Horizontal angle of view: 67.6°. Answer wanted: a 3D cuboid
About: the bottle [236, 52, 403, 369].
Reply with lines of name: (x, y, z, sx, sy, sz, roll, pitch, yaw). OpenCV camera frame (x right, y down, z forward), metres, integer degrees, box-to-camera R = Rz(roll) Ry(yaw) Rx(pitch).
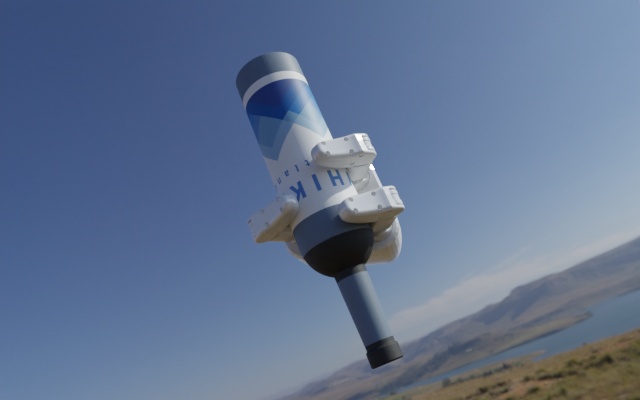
bottle: (0.000, 0.001, 0.428, 0.069, 0.295, 0.069, -20, -20, -8)
